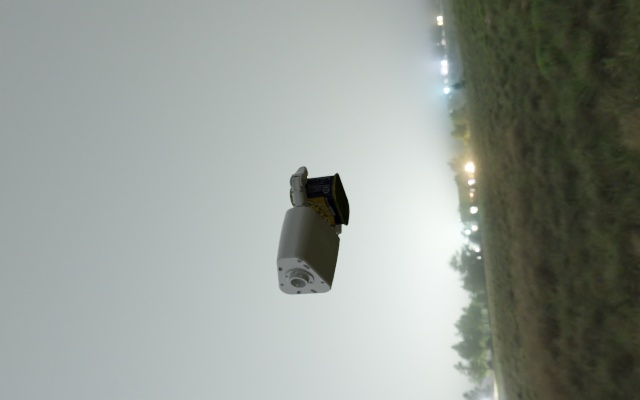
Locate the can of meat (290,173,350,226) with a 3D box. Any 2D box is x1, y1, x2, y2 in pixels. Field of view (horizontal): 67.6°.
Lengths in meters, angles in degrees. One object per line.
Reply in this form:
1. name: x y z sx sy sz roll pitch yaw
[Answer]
1. can of meat: 0.000 0.003 0.858 0.084 0.057 0.102 -6 -43 16
